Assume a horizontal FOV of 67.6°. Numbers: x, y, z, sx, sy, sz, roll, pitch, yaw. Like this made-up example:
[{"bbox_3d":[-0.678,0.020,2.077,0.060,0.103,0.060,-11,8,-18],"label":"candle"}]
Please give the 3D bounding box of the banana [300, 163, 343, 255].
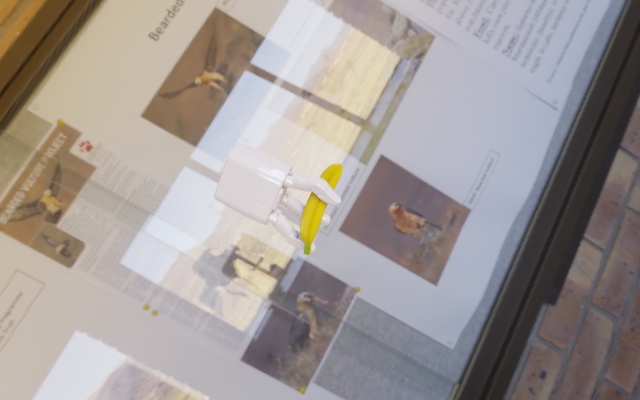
[{"bbox_3d":[0.000,-0.003,0.861,0.037,0.197,0.070,20,-27,6],"label":"banana"}]
